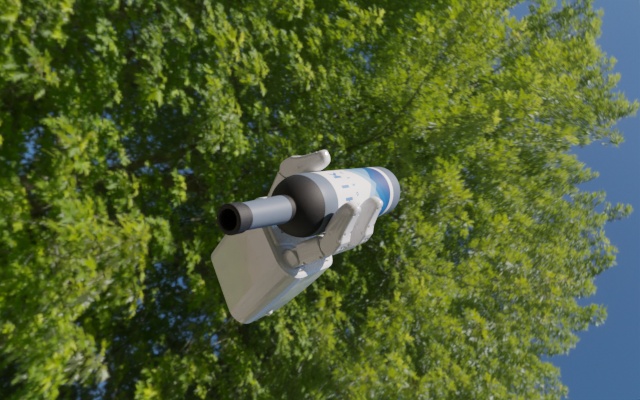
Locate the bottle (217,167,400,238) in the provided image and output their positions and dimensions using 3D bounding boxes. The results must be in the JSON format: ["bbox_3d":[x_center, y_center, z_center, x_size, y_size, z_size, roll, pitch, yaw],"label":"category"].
[{"bbox_3d":[0.000,0.002,0.523,0.069,0.069,0.295,0,6,32],"label":"bottle"}]
